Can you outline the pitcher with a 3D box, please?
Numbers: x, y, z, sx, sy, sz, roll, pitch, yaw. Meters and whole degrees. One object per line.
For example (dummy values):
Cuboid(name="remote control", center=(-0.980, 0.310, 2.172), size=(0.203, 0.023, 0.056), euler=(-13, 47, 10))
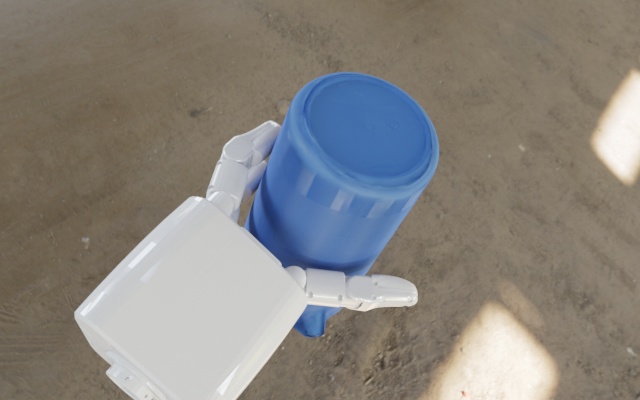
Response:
Cuboid(name="pitcher", center=(0.000, 0.002, 0.419), size=(0.149, 0.145, 0.243), euler=(37, -34, 7))
